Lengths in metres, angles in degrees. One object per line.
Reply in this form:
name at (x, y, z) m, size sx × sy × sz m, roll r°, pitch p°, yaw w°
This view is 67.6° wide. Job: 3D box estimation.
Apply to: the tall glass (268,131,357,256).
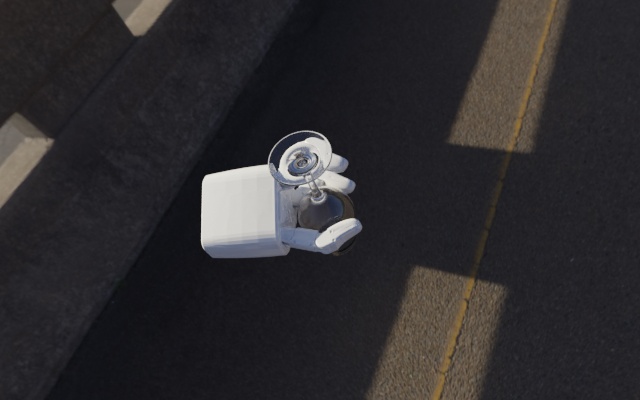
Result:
tall glass at (0.000, 0.002, 0.610) m, size 0.079 × 0.079 × 0.201 m, roll 0°, pitch -30°, yaw 16°
